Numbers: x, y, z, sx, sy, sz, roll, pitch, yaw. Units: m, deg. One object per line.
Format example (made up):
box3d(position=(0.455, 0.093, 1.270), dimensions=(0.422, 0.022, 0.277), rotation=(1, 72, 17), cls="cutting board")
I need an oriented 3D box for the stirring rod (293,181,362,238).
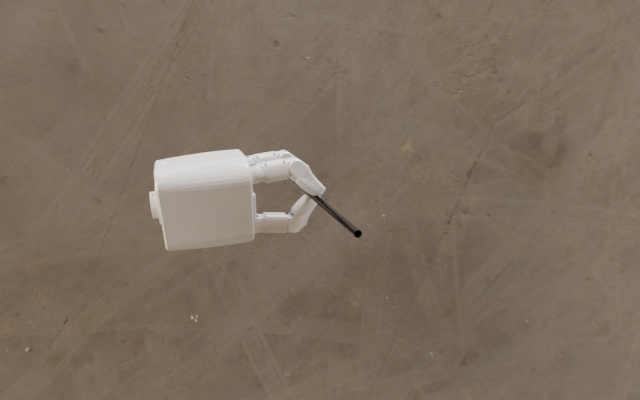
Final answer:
box3d(position=(0.000, 0.002, 0.568), dimensions=(0.011, 0.011, 0.239), rotation=(0, 15, -18), cls="stirring rod")
